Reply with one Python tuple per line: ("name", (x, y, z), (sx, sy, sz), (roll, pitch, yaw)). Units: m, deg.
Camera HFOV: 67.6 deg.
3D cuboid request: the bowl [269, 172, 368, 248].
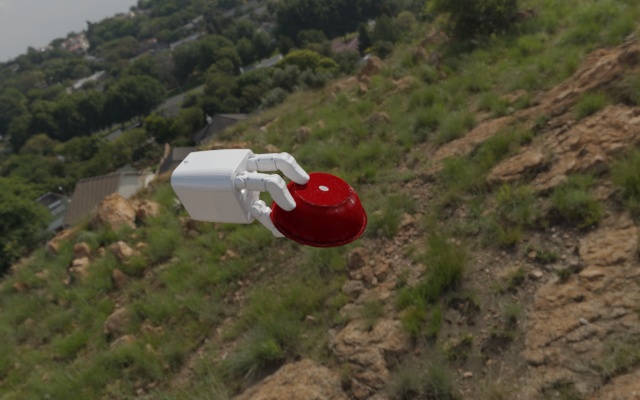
("bowl", (0.002, 0.002, 0.767), (0.162, 0.055, 0.162), (6, 36, -4))
